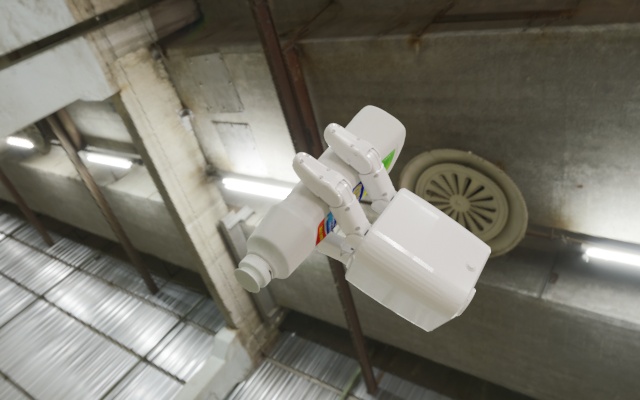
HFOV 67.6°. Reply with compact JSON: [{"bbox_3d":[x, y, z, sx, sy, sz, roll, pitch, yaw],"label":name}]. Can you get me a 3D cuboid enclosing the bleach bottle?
[{"bbox_3d":[0.000,0.002,0.498,0.068,0.250,0.103,34,-38,10],"label":"bleach bottle"}]
